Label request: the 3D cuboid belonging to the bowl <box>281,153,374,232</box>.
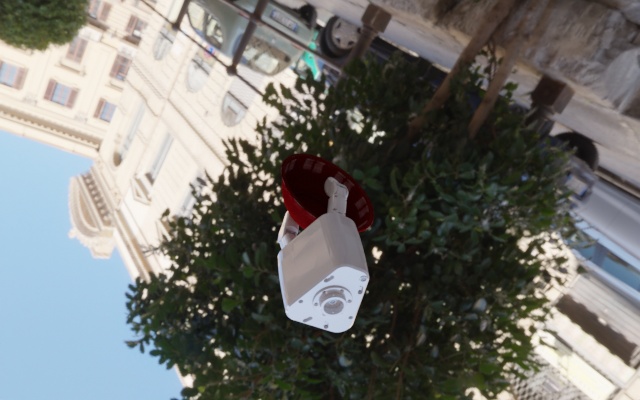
[{"bbox_3d":[0.000,0.002,0.727,0.162,0.162,0.055,0,-43,-43],"label":"bowl"}]
